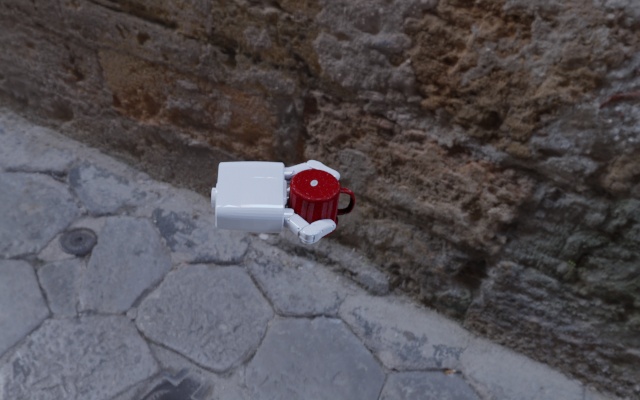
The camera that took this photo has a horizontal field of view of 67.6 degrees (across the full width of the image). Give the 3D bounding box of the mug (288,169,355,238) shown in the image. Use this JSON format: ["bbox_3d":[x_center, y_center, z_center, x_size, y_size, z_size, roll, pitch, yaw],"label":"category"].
[{"bbox_3d":[0.002,0.002,0.785,0.117,0.082,0.093,1,42,-8],"label":"mug"}]
